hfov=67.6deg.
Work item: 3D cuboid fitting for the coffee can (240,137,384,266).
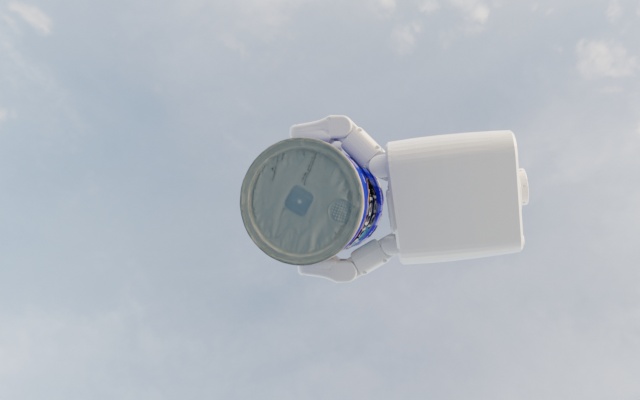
[{"bbox_3d":[0.000,0.002,0.445,0.103,0.103,0.140,0,-1,14],"label":"coffee can"}]
